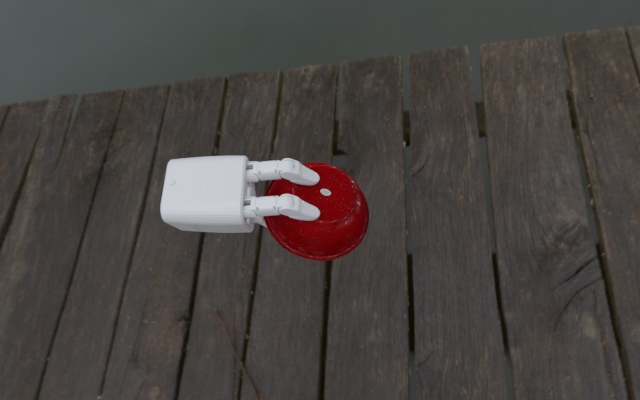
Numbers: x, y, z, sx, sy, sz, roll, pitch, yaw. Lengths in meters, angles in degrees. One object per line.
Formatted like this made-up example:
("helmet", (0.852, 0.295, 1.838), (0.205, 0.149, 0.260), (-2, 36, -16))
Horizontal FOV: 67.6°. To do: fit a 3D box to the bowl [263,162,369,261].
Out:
("bowl", (0.001, 0.002, 0.687), (0.162, 0.162, 0.055), (0, -28, -14))
